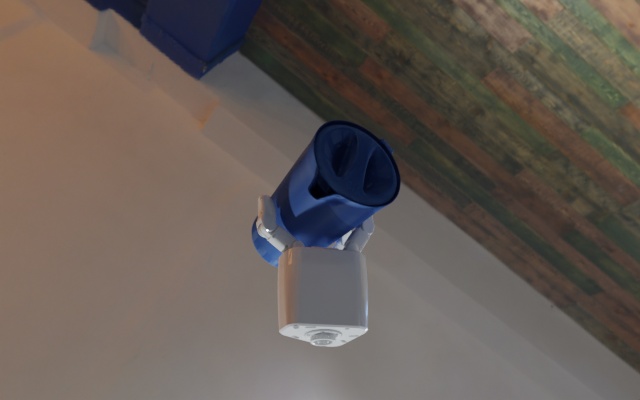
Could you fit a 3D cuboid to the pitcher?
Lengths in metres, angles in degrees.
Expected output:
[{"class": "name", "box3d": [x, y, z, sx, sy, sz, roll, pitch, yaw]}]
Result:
[{"class": "pitcher", "box3d": [0.000, 0.002, 0.700, 0.149, 0.145, 0.243, 15, -36, -25]}]
